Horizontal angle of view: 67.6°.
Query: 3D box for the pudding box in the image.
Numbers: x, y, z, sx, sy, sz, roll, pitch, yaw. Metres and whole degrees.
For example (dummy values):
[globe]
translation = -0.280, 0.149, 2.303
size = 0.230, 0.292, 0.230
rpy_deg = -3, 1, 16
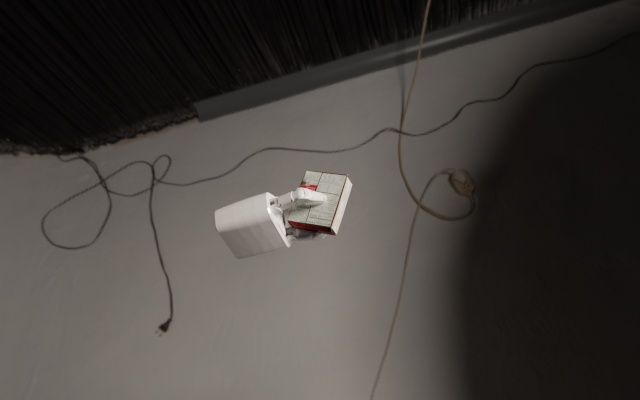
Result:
[pudding box]
translation = 0.000, 0.003, 0.874
size = 0.090, 0.113, 0.039
rpy_deg = 9, -23, 24
